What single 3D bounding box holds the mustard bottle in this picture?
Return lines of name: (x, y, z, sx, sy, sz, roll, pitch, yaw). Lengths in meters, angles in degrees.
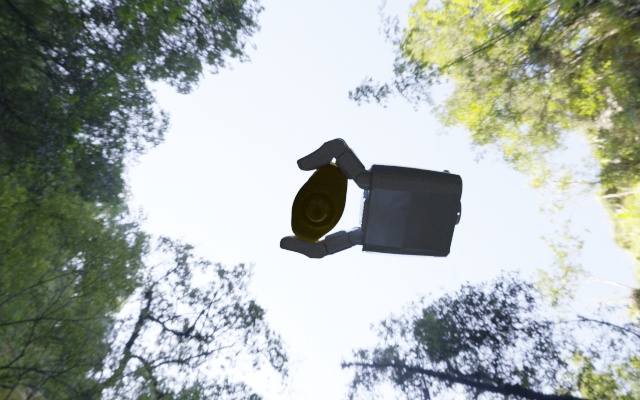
mustard bottle: (0.000, 0.002, 0.583, 0.058, 0.096, 0.191, 30, 7, -2)
